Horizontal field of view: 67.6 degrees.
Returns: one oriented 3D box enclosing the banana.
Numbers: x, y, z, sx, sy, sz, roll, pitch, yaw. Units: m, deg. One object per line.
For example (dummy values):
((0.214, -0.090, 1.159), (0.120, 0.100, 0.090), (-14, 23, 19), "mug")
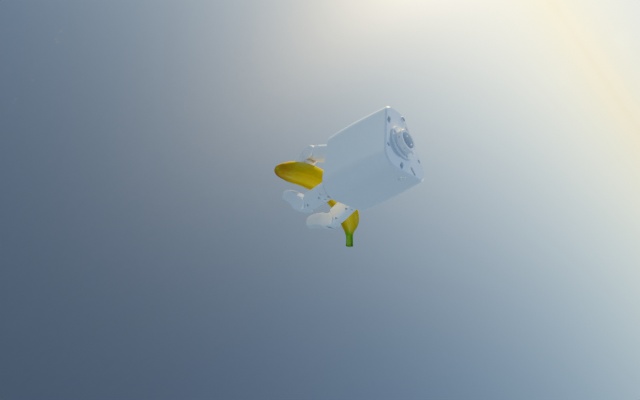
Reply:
((0.007, -0.009, 0.755), (0.037, 0.069, 0.198), (-19, -51, 39), "banana")
